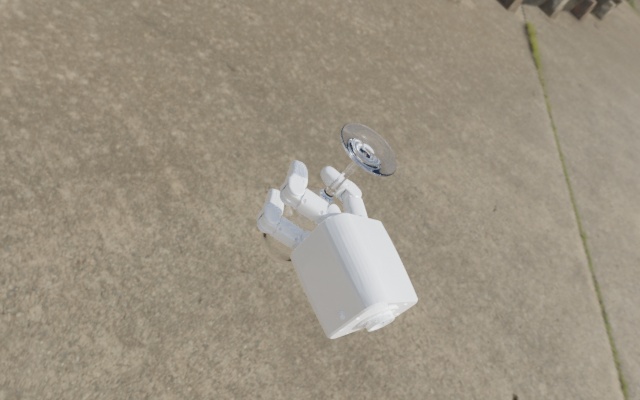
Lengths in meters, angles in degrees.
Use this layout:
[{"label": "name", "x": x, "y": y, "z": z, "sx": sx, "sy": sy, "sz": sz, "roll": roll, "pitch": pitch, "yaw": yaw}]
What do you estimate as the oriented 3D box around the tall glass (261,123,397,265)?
[{"label": "tall glass", "x": 0.000, "y": 0.001, "z": 0.574, "sx": 0.079, "sy": 0.079, "sz": 0.201, "roll": 0, "pitch": -35, "yaw": -40}]
